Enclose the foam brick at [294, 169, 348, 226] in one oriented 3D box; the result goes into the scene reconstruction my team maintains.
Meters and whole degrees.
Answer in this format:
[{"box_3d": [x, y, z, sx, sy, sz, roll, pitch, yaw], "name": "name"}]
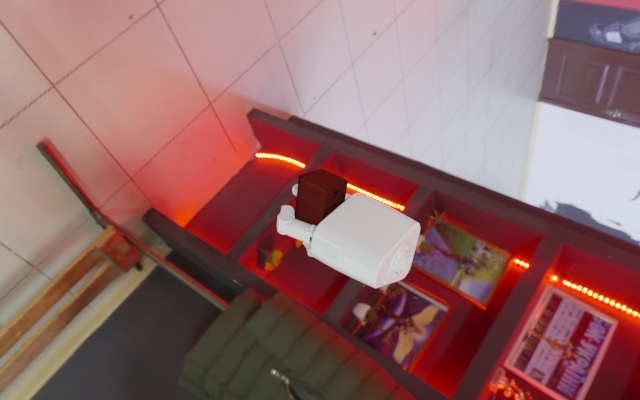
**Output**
[{"box_3d": [0.000, 0.002, 0.681, 0.051, 0.078, 0.053, 26, 32, 31], "name": "foam brick"}]
